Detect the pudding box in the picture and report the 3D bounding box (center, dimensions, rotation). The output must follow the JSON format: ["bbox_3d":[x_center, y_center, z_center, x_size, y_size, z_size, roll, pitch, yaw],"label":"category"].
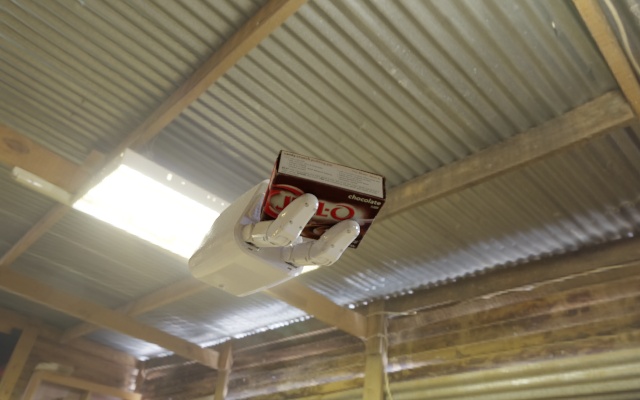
[{"bbox_3d":[0.000,0.002,0.492,0.113,0.039,0.090,12,-39,-10],"label":"pudding box"}]
